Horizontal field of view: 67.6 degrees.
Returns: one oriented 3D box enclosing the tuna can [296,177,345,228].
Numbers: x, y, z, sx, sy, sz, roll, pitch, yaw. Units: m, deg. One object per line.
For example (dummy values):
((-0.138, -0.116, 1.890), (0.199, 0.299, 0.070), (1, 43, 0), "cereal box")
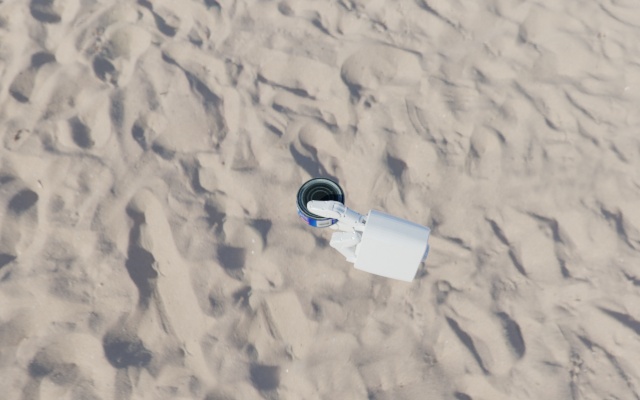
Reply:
((0.000, 0.002, 0.830), (0.086, 0.086, 0.034), (0, -28, 1), "tuna can")
